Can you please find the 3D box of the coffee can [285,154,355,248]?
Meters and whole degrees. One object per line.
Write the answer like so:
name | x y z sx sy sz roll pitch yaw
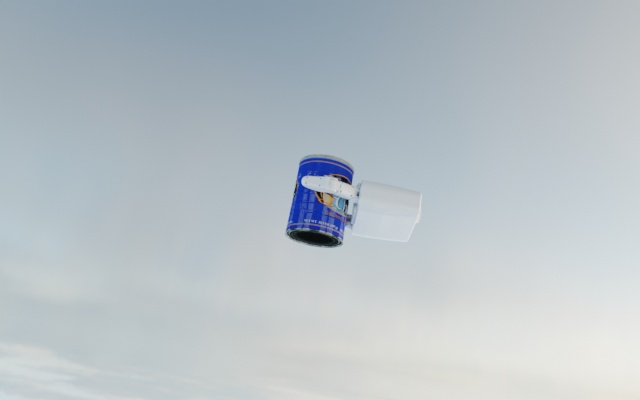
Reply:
coffee can | 0.000 0.003 0.850 0.103 0.140 0.103 9 -19 3
